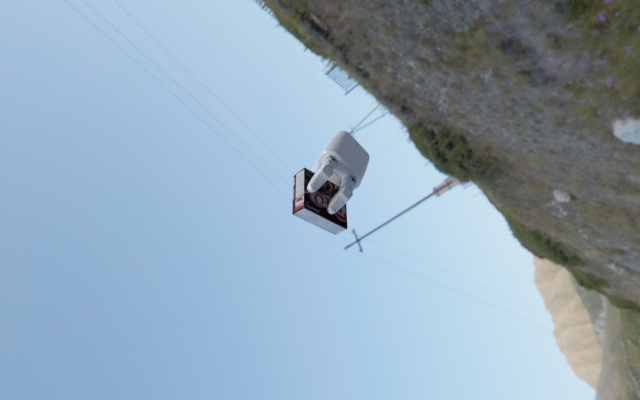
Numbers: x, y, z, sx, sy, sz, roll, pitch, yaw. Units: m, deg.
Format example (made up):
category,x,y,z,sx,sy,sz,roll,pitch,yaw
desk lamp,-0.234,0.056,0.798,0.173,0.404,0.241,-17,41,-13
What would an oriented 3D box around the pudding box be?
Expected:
category,x,y,z,sx,sy,sz,roll,pitch,yaw
pudding box,0.000,0.003,0.891,0.113,0.090,0.039,25,-43,-33
